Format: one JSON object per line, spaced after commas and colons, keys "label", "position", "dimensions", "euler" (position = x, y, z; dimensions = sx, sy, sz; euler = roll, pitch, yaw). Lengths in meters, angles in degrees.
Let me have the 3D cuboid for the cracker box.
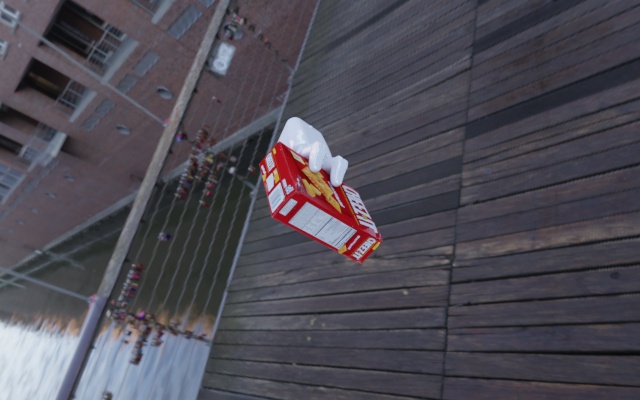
{"label": "cracker box", "position": [0.000, 0.003, 0.873], "dimensions": [0.214, 0.072, 0.164], "euler": [30, 23, -32]}
